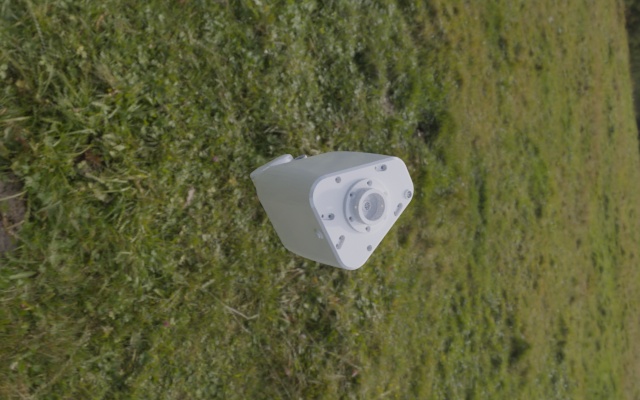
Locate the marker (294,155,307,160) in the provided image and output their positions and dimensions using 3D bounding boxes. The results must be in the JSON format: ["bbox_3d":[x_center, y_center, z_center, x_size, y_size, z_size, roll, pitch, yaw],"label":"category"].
[{"bbox_3d":[0.000,0.002,0.574,0.020,0.121,0.020,-23,21,9],"label":"marker"}]
